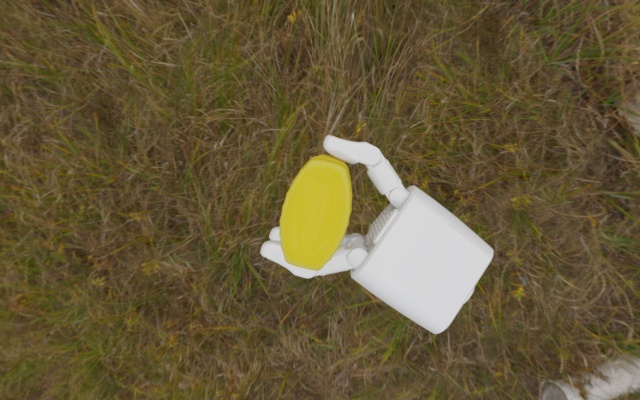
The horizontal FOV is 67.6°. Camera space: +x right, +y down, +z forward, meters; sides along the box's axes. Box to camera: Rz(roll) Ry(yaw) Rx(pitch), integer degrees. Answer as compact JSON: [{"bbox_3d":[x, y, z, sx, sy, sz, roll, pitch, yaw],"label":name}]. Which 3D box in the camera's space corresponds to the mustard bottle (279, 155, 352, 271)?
[{"bbox_3d":[0.000,0.001,0.489,0.058,0.096,0.191,13,8,1],"label":"mustard bottle"}]
